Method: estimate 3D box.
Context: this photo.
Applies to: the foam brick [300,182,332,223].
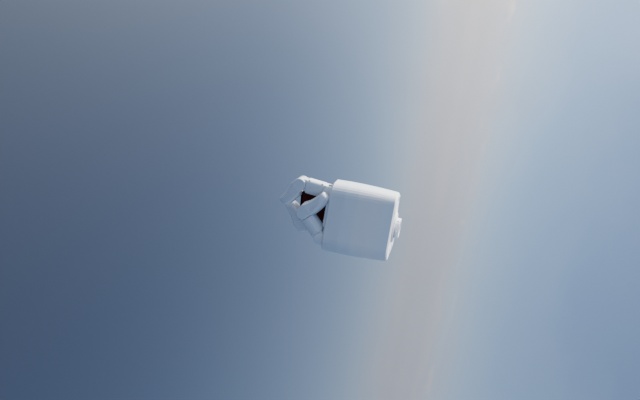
[{"bbox_3d":[0.000,0.003,0.830,0.051,0.053,0.078,10,19,14],"label":"foam brick"}]
